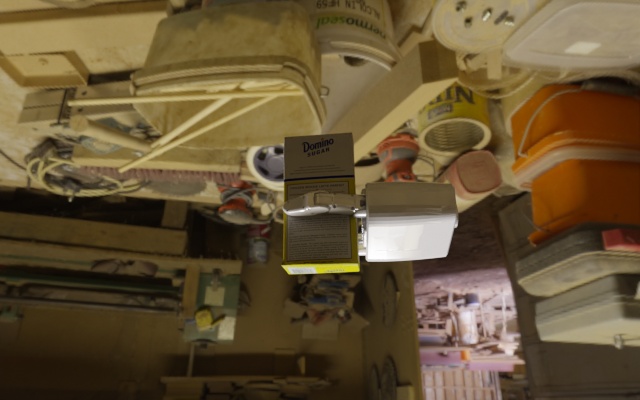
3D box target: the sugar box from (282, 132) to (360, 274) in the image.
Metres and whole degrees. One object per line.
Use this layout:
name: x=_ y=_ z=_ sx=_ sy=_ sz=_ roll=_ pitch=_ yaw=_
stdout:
sugar box: x=0.000 y=0.002 z=0.610 sx=0.093 sy=0.176 sz=0.048 roll=-3 pitch=-23 yaw=6
